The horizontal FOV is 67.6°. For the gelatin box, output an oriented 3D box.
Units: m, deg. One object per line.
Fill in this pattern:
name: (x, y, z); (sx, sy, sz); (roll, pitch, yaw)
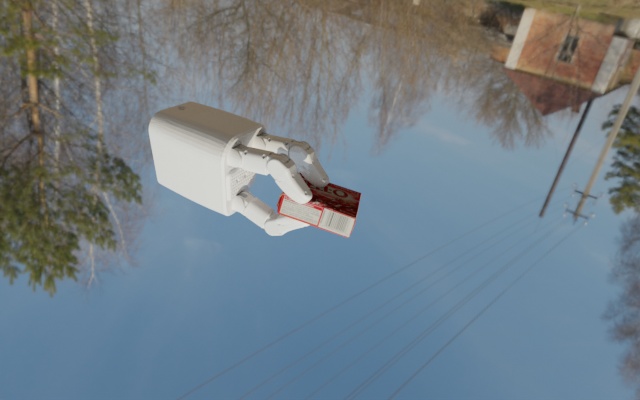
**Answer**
gelatin box: (0.000, 0.002, 0.560); (0.089, 0.030, 0.073); (19, 25, 1)
